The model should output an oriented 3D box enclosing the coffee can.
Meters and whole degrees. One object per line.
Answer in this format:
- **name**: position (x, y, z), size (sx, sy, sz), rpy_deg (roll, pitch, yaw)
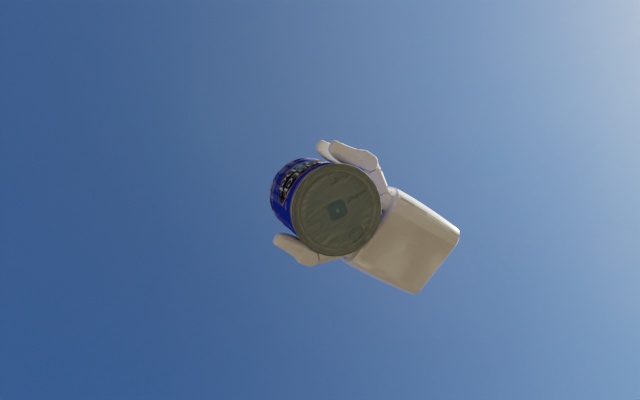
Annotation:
- **coffee can**: position (0.000, 0.002, 0.583), size (0.103, 0.103, 0.140), rpy_deg (0, 8, -16)
